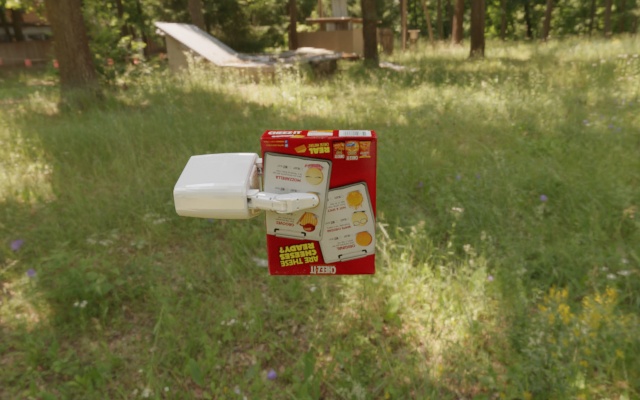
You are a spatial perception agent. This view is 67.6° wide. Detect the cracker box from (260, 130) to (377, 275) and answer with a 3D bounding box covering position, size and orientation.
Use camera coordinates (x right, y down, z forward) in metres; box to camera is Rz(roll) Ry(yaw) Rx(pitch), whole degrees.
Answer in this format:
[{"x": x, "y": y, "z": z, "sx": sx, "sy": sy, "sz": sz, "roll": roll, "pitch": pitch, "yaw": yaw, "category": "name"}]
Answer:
[{"x": 0.000, "y": 0.002, "z": 0.716, "sx": 0.164, "sy": 0.214, "sz": 0.072, "roll": -1, "pitch": 20, "yaw": 3, "category": "cracker box"}]
